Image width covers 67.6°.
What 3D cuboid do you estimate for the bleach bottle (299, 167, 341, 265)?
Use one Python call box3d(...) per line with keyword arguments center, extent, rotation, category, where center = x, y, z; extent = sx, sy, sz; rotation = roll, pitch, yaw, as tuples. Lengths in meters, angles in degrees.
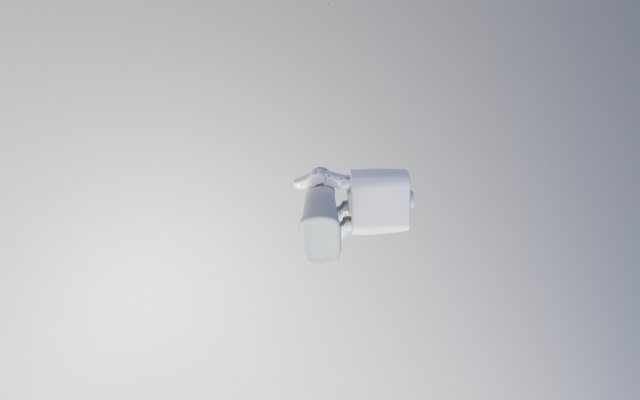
box3d(center=(0.000, 0.003, 0.876), extent=(0.068, 0.103, 0.250), rotation=(-3, 32, 2), category="bleach bottle")
